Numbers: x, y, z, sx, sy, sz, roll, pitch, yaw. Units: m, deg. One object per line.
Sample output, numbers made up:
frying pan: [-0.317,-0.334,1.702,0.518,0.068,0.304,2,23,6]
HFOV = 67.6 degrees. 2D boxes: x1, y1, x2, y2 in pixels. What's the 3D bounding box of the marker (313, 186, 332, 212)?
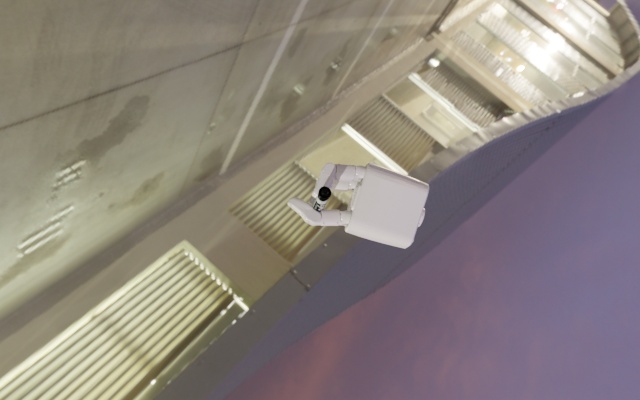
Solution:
marker: [0.000,0.002,0.731,0.020,0.020,0.121,0,-15,-7]
